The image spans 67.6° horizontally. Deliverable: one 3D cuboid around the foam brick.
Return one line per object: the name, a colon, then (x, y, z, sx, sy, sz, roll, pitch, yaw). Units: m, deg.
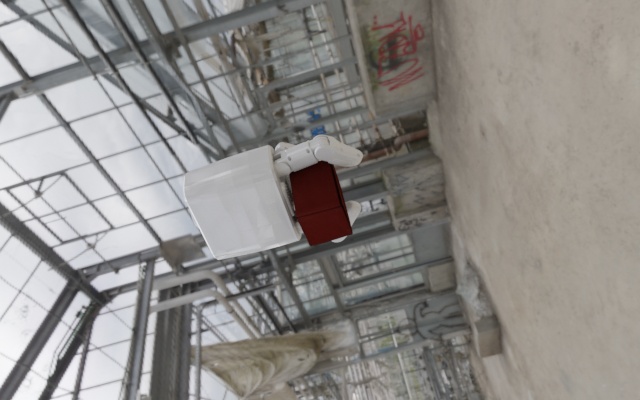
foam brick: (0.000, 0.002, 0.532, 0.051, 0.078, 0.053, -17, -44, 4)
